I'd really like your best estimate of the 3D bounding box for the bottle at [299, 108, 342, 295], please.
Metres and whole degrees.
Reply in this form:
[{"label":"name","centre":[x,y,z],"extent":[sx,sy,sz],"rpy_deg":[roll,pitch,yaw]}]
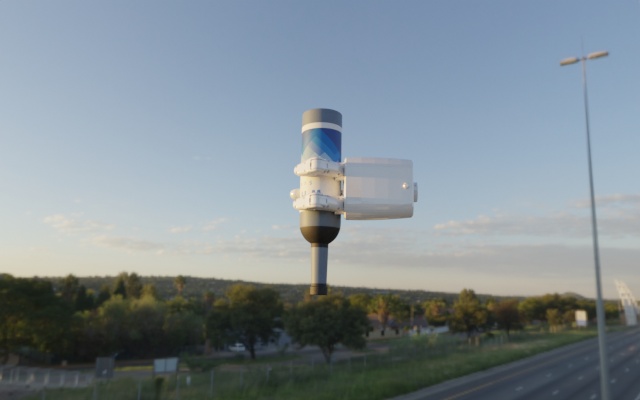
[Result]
[{"label":"bottle","centre":[0.000,0.002,0.770],"extent":[0.069,0.295,0.069],"rpy_deg":[1,-11,0]}]
